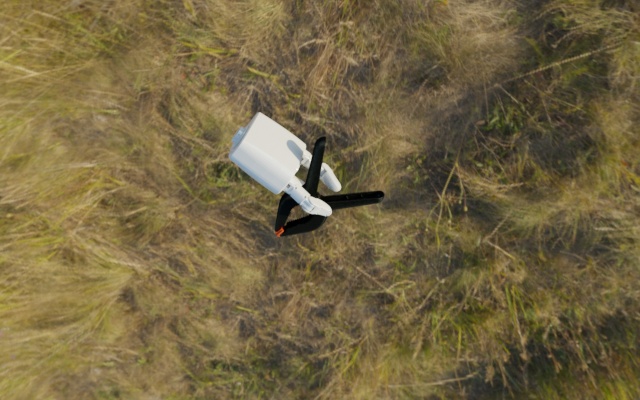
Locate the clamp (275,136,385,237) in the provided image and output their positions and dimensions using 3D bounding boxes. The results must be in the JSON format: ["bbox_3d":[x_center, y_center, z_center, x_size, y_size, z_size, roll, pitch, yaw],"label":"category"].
[{"bbox_3d":[0.000,0.004,0.869,0.164,0.210,0.036,35,26,-18],"label":"clamp"}]
